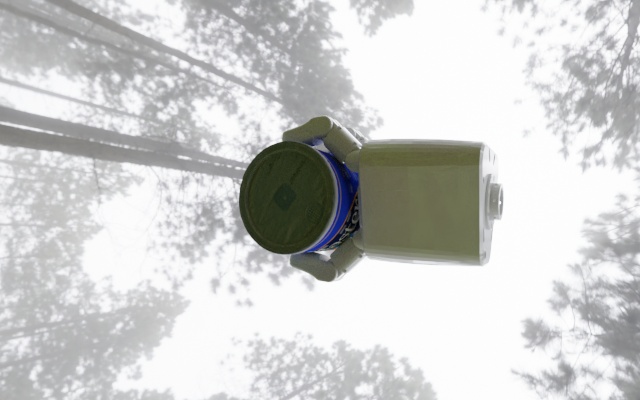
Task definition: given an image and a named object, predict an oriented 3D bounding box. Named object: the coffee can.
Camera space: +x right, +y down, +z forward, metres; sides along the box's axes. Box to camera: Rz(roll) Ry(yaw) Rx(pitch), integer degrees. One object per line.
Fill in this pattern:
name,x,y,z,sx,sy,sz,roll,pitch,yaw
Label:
coffee can,0.000,0.002,0.488,0.103,0.103,0.140,0,-4,28
